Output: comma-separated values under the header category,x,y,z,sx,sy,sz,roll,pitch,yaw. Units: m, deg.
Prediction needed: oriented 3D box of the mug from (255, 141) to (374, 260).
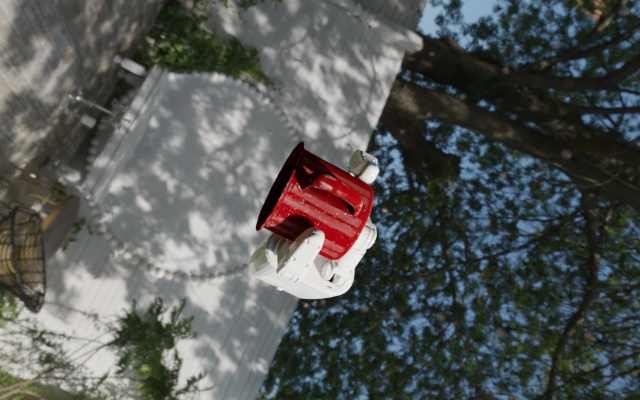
category,x,y,z,sx,sy,sz,roll,pitch,yaw
mug,0.001,0.001,0.437,0.081,0.093,0.117,27,-21,-12
